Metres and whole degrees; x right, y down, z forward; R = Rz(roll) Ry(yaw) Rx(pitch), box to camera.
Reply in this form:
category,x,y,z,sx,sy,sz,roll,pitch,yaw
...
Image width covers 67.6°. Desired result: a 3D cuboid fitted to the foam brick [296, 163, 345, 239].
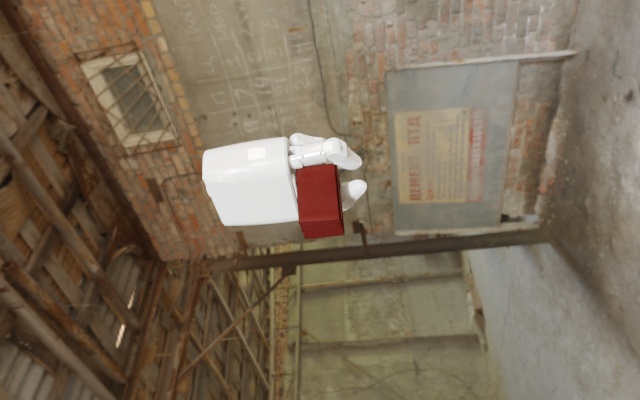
category,x,y,z,sx,sy,sz,roll,pitch,yaw
foam brick,0.000,0.002,0.588,0.051,0.078,0.053,-7,-27,4
